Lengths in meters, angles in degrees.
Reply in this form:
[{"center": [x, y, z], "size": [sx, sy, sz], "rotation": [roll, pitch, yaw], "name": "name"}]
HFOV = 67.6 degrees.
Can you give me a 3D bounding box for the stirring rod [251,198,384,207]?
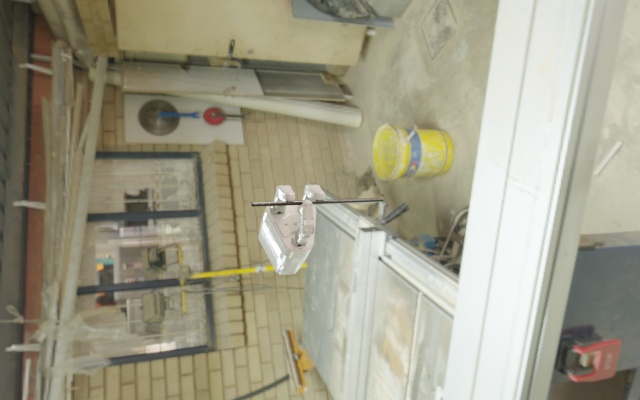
[{"center": [0.000, 0.003, 0.827], "size": [0.239, 0.011, 0.011], "rotation": [-2, 1, -20], "name": "stirring rod"}]
